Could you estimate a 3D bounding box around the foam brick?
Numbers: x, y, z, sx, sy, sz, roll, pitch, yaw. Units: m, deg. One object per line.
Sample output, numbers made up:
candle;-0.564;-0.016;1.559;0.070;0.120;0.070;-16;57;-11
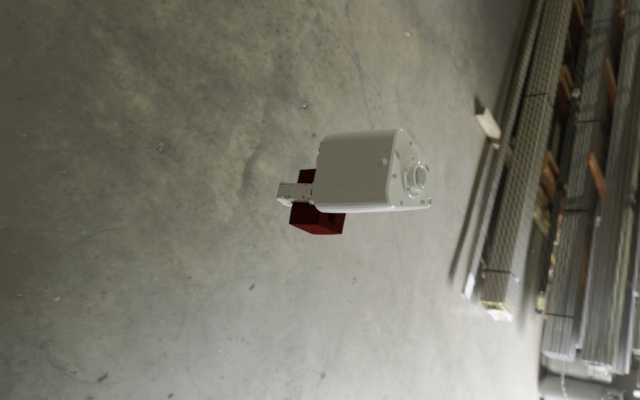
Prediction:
foam brick;0.000;0.002;0.624;0.051;0.078;0.053;0;-17;40
